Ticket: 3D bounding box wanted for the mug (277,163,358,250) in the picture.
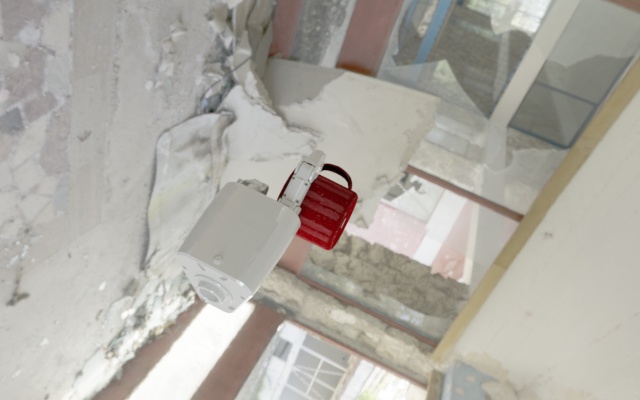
[{"bbox_3d":[0.001,0.001,0.606,0.081,0.117,0.093,26,-33,9],"label":"mug"}]
